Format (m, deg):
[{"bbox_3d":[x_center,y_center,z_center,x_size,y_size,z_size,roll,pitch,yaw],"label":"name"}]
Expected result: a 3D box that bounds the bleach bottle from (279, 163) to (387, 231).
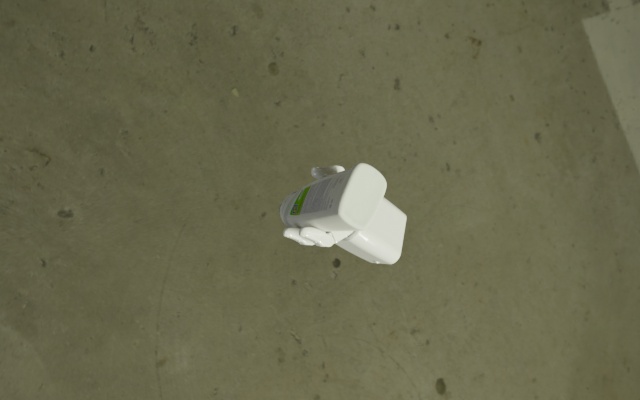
[{"bbox_3d":[0.000,0.003,0.811,0.068,0.102,0.251,34,-19,-25],"label":"bleach bottle"}]
